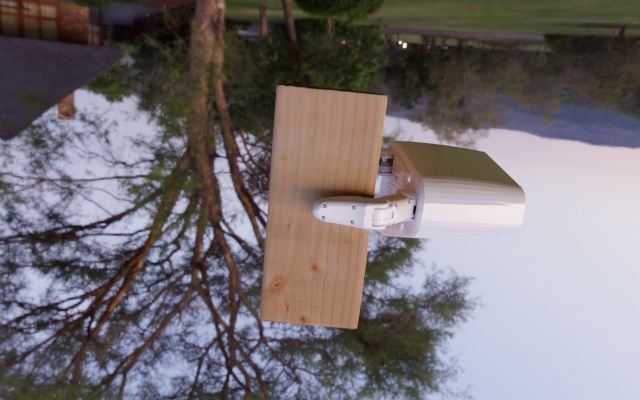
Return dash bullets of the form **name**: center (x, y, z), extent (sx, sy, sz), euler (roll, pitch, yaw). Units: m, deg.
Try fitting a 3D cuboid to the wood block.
- **wood block**: center (0.000, 0.002, 0.442), extent (0.090, 0.206, 0.090), euler (6, 14, 0)
